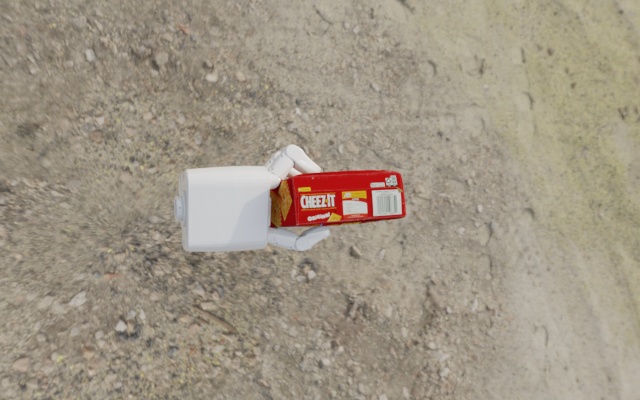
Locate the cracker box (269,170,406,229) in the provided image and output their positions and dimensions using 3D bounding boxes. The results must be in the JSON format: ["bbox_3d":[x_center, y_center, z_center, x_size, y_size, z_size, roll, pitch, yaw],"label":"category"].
[{"bbox_3d":[0.000,0.003,0.715,0.164,0.072,0.214,-4,-2,-23],"label":"cracker box"}]
